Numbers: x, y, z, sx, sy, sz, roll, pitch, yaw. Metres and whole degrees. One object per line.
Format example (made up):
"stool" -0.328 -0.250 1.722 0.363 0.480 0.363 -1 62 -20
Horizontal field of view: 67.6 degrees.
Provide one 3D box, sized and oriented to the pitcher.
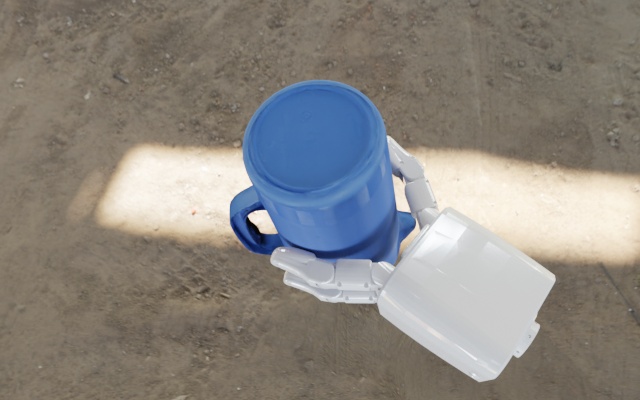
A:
"pitcher" 0.000 0.002 0.452 0.145 0.149 0.243 36 -13 21
